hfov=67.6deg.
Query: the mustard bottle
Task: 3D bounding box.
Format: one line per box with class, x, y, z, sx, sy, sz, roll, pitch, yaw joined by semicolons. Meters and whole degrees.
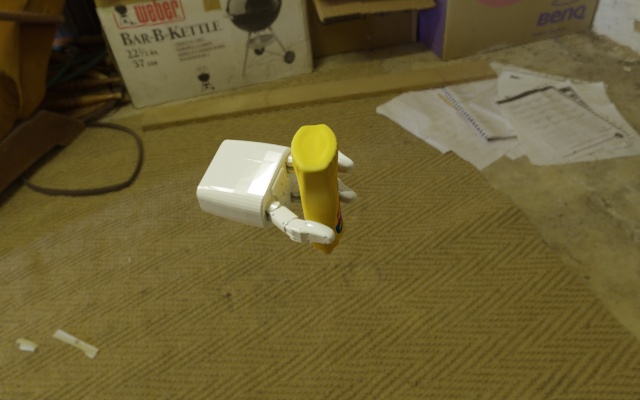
mustard bottle;0.000;0.002;0.640;0.058;0.192;0.096;-6;41;1
